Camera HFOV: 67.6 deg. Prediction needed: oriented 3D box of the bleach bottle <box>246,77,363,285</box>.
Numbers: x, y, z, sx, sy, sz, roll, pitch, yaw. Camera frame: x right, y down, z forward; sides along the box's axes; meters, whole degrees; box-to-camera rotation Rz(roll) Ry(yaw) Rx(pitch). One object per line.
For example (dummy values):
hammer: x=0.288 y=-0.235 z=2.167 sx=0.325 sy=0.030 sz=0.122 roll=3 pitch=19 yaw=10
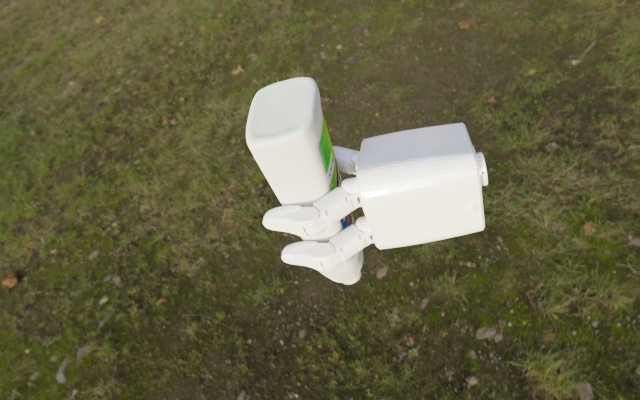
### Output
bleach bottle: x=0.000 y=0.002 z=0.515 sx=0.068 sy=0.102 sz=0.251 roll=-11 pitch=-46 yaw=14
